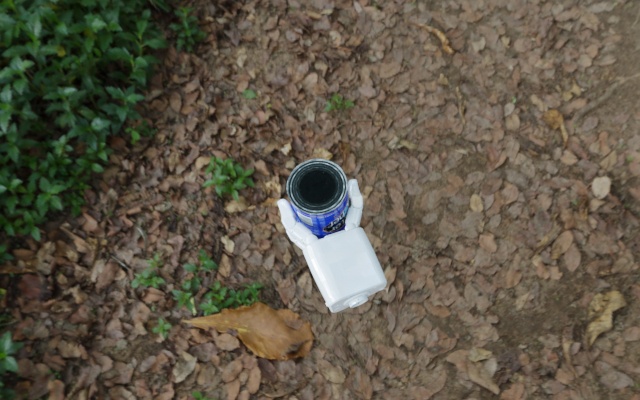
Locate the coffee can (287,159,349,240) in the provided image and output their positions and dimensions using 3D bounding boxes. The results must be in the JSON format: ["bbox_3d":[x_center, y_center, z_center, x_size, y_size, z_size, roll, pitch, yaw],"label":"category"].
[{"bbox_3d":[0.000,0.003,0.852,0.103,0.102,0.140,0,-23,5],"label":"coffee can"}]
